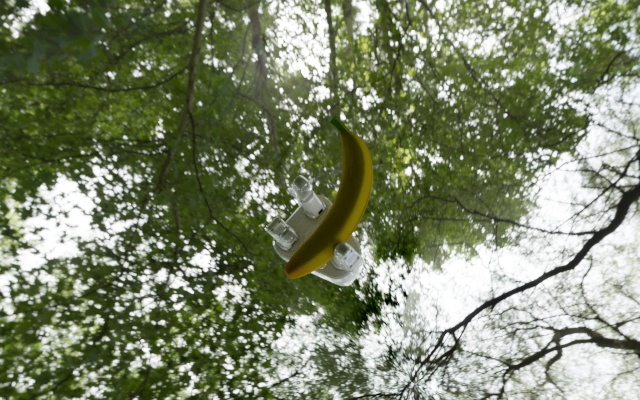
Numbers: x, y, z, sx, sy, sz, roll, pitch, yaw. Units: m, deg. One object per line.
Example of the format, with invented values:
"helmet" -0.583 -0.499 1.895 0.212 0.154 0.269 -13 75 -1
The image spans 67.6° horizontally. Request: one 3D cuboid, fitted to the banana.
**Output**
"banana" 0.019 0.004 0.558 0.069 0.197 0.037 16 -12 8
